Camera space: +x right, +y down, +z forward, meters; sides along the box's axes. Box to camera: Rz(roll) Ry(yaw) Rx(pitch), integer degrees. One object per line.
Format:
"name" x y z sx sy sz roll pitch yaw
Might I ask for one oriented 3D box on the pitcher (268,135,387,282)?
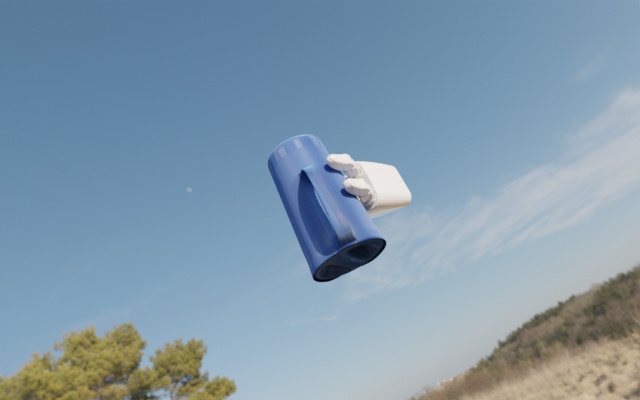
"pitcher" 0.000 0.003 0.813 0.145 0.242 0.149 0 -37 -44
